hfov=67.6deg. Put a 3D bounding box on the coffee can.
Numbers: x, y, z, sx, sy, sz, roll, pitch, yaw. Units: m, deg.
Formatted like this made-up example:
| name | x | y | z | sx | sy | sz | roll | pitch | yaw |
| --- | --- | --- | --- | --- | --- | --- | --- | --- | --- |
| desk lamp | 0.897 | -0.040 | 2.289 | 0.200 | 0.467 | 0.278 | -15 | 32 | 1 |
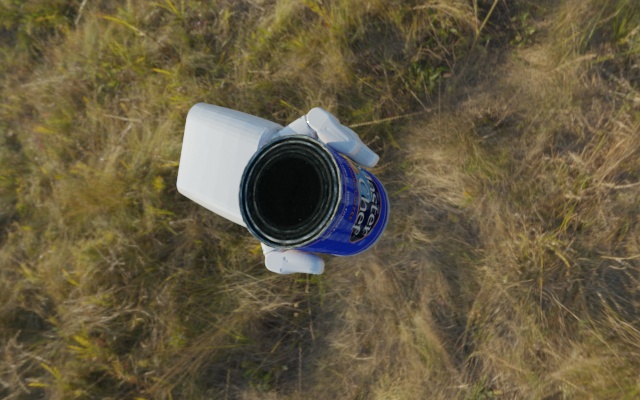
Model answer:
| name | x | y | z | sx | sy | sz | roll | pitch | yaw |
| --- | --- | --- | --- | --- | --- | --- | --- | --- | --- |
| coffee can | 0.000 | 0.002 | 0.476 | 0.103 | 0.103 | 0.140 | 0 | -8 | 25 |
